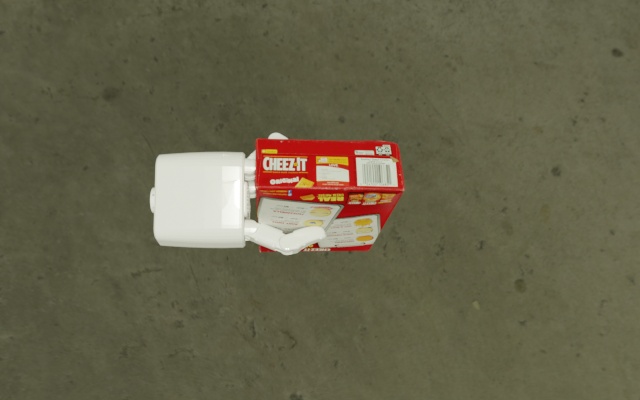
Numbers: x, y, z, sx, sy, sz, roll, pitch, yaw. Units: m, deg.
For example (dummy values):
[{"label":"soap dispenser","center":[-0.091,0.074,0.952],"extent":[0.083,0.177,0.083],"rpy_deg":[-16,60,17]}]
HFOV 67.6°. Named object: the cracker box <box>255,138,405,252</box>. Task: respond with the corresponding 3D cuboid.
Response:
[{"label":"cracker box","center":[0.000,0.002,0.615],"extent":[0.164,0.072,0.214],"rpy_deg":[0,-24,-6]}]
